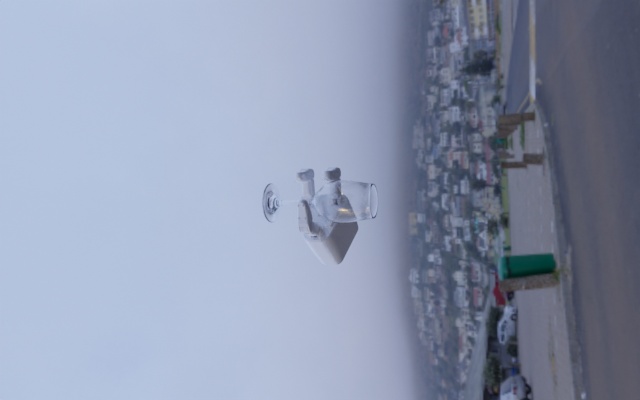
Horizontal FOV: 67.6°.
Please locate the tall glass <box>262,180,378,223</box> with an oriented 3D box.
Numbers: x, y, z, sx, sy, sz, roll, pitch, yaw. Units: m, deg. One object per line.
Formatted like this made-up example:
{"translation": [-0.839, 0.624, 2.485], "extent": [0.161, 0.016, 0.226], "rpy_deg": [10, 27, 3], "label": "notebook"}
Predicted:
{"translation": [-0.001, 0.003, 0.869], "extent": [0.201, 0.079, 0.079], "rpy_deg": [-1, -1, 20], "label": "tall glass"}
